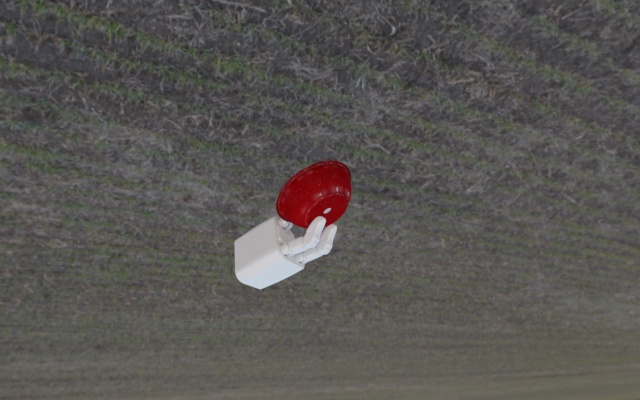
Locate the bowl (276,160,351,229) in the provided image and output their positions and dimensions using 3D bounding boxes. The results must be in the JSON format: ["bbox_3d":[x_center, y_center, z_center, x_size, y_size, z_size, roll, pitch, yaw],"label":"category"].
[{"bbox_3d":[0.001,0.002,0.899,0.162,0.162,0.055,0,43,-40],"label":"bowl"}]
